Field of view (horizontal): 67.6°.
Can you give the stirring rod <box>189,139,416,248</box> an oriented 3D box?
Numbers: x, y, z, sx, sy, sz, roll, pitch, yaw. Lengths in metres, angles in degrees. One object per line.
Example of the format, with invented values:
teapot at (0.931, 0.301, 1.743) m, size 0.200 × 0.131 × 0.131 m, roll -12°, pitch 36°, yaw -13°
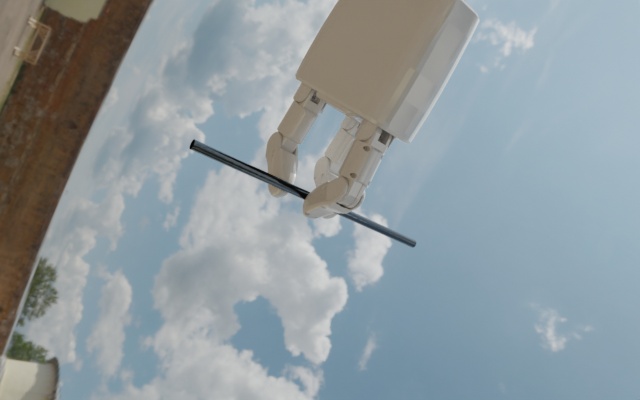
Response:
stirring rod at (0.000, 0.001, 0.407) m, size 0.239 × 0.011 × 0.011 m, roll 24°, pitch -14°, yaw -33°
